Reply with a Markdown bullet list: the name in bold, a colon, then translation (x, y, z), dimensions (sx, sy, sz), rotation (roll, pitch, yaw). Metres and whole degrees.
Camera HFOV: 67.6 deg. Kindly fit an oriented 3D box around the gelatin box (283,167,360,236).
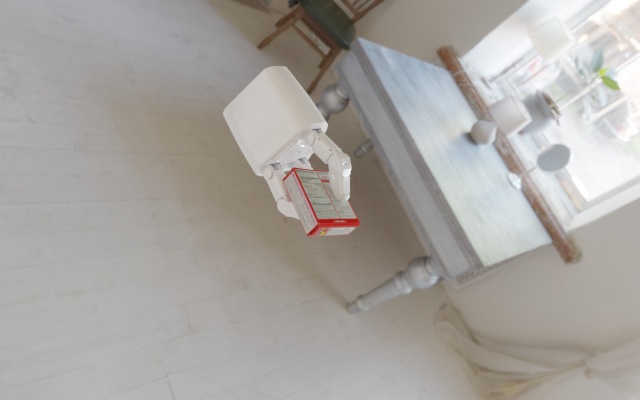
- **gelatin box**: translation (0.001, 0.002, 0.609), dimensions (0.073, 0.089, 0.030), rotation (2, -38, -44)
